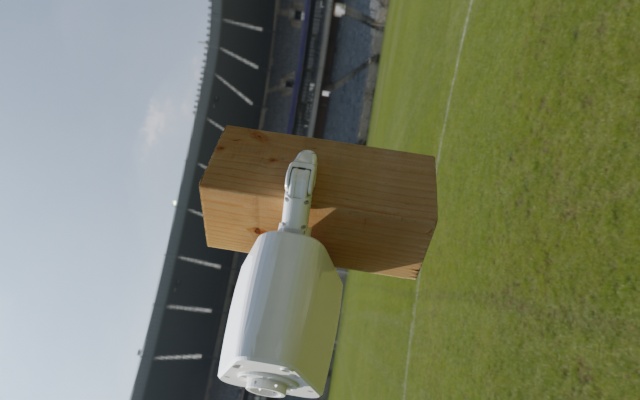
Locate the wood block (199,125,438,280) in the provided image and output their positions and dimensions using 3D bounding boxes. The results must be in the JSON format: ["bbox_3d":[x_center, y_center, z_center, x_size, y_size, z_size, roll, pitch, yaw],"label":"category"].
[{"bbox_3d":[0.000,0.002,0.464,0.206,0.091,0.090,9,45,2],"label":"wood block"}]
